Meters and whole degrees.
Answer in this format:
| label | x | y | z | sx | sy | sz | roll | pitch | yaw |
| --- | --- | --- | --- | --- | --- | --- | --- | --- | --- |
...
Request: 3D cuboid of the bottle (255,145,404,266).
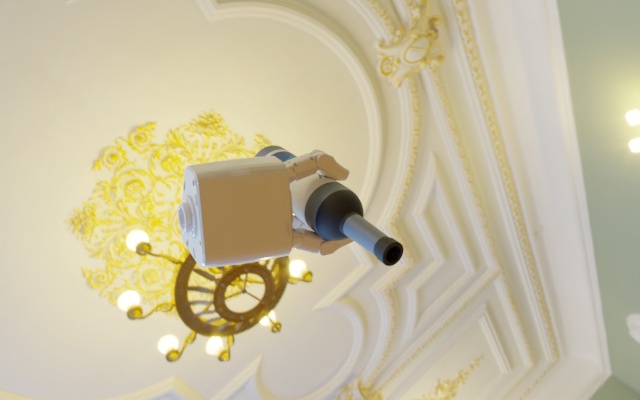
| label | x | y | z | sx | sy | sz | roll | pitch | yaw |
| --- | --- | --- | --- | --- | --- | --- | --- | --- | --- |
| bottle | 0.000 | 0.002 | 0.600 | 0.069 | 0.069 | 0.295 | 0 | 21 | -33 |
